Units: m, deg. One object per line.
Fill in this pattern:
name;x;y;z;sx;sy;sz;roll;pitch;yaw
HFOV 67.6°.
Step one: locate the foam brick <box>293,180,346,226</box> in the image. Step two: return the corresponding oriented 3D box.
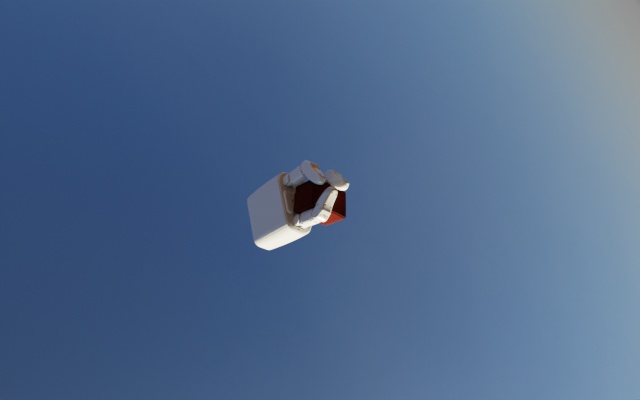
foam brick;0.000;0.003;0.837;0.078;0.053;0.051;25;-35;-34
